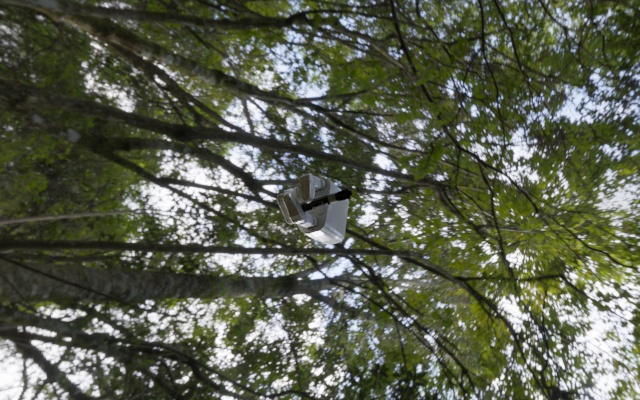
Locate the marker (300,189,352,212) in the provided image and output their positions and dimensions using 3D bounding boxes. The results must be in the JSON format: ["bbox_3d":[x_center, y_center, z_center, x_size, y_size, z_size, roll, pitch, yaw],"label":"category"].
[{"bbox_3d":[0.000,0.003,0.860,0.121,0.020,0.020,-17,-6,21],"label":"marker"}]
